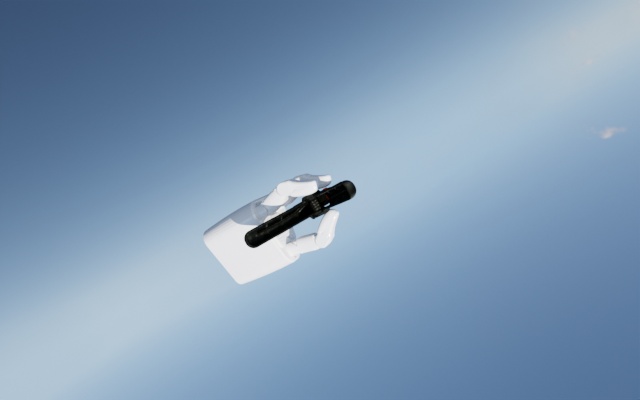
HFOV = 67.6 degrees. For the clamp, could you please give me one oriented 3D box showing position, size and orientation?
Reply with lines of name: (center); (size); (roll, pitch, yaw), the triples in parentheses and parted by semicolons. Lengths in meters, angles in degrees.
clamp: (0.000, 0.003, 0.688); (0.164, 0.036, 0.210); (-26, 2, 23)
